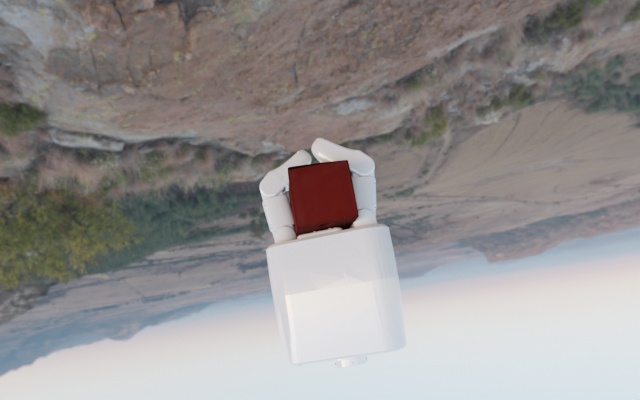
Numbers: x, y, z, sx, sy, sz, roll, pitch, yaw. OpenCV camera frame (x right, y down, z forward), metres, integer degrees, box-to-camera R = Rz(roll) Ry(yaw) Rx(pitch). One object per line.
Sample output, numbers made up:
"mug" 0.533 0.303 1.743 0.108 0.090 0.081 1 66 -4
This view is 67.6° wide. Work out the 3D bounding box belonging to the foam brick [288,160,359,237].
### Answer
"foam brick" 0.000 0.001 0.426 0.053 0.051 0.078 -9 -12 -5
